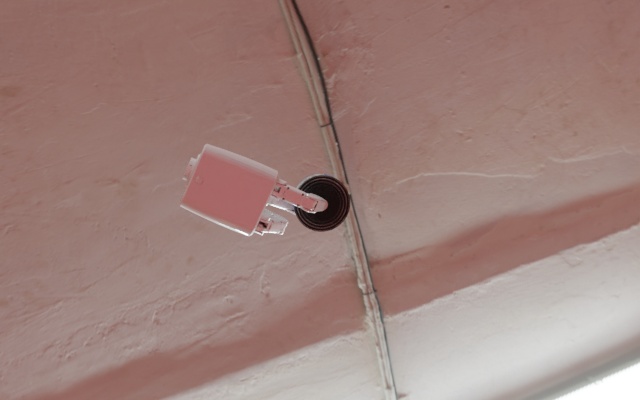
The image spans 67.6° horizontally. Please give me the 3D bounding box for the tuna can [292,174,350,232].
[{"bbox_3d":[0.000,0.002,0.728,0.086,0.086,0.033,0,9,-9],"label":"tuna can"}]
